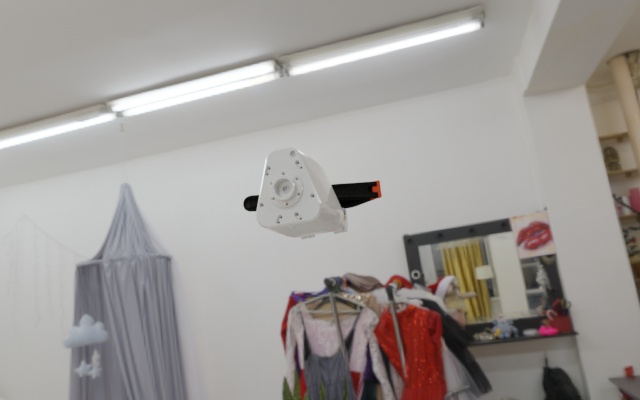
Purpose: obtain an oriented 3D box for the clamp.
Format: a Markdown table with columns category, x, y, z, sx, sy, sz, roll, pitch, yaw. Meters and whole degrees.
| category | x | y | z | sx | sy | sz | roll | pitch | yaw |
| --- | --- | --- | --- | --- | --- | --- | --- | --- | --- |
| clamp | 0.000 | 0.002 | 0.791 | 0.210 | 0.036 | 0.164 | -10 | -12 | 15 |
